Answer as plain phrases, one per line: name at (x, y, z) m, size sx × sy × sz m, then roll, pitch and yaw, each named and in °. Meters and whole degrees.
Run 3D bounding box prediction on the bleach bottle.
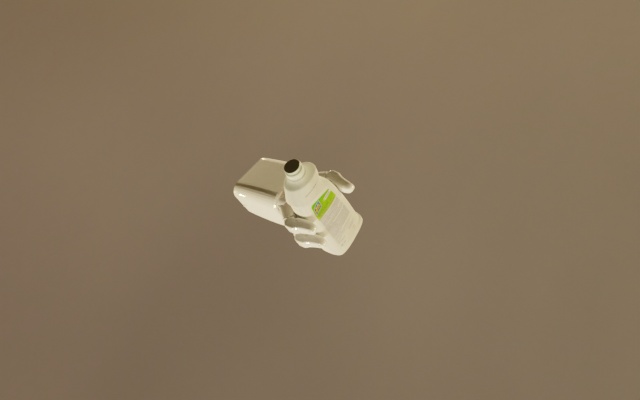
bleach bottle at (0.000, 0.003, 0.860) m, size 0.068 × 0.102 × 0.251 m, roll 18°, pitch -23°, yaw 31°
